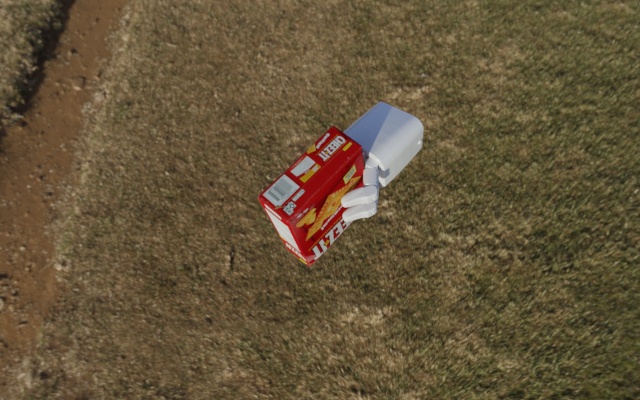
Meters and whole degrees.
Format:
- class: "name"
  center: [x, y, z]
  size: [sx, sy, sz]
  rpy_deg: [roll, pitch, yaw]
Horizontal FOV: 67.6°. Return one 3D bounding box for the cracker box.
- class: "cracker box"
  center: [0.000, 0.002, 0.793]
  size: [0.072, 0.164, 0.214]
  rpy_deg: [39, -14, 23]
